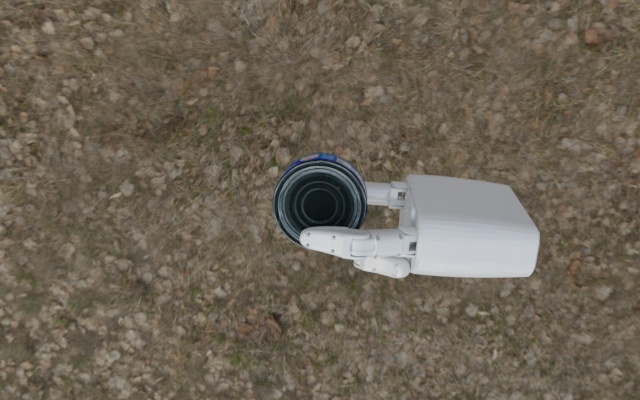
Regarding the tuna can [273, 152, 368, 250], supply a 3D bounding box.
[{"bbox_3d":[0.000,0.002,0.433,0.086,0.086,0.033,0,15,4],"label":"tuna can"}]
